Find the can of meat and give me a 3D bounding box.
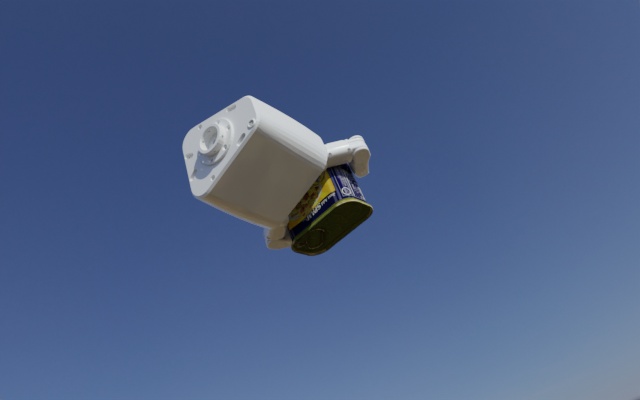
[{"bbox_3d":[0.000,0.002,0.563,0.102,0.084,0.057,-41,-38,26],"label":"can of meat"}]
